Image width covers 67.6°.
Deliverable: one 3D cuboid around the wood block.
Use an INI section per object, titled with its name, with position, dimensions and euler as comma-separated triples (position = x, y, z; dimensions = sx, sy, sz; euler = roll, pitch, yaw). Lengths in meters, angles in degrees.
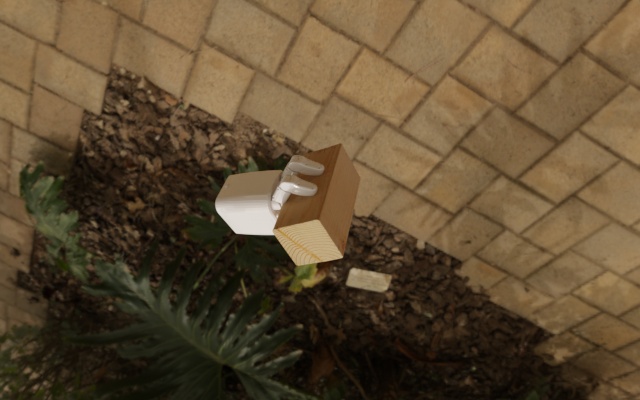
[wood block]
position = 0.000, 0.003, 0.838
dimensions = 0.090, 0.091, 0.206
euler = -14, 36, 26
